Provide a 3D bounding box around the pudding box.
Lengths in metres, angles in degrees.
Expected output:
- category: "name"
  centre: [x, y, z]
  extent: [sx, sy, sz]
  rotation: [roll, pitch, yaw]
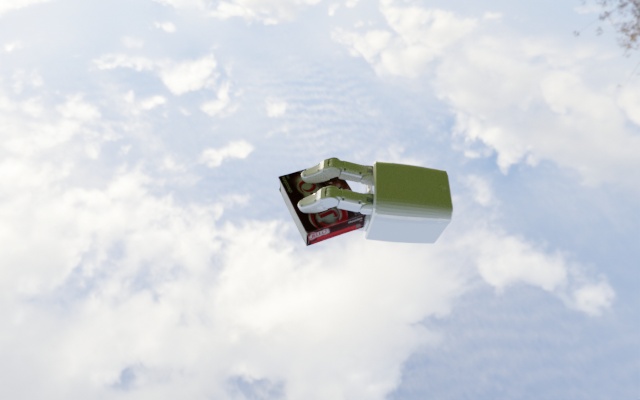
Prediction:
- category: "pudding box"
  centre: [0.000, 0.002, 0.685]
  extent: [0.090, 0.113, 0.039]
  rotation: [-17, -39, -18]
